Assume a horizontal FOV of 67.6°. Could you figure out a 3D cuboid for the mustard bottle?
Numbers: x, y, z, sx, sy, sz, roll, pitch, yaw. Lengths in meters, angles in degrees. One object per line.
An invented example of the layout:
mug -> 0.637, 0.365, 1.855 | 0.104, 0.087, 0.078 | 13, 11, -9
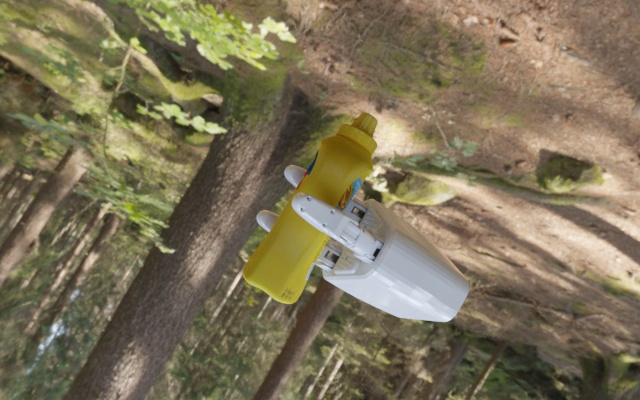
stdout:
mustard bottle -> 0.000, 0.002, 0.454 | 0.058, 0.191, 0.096 | 31, -5, 7
